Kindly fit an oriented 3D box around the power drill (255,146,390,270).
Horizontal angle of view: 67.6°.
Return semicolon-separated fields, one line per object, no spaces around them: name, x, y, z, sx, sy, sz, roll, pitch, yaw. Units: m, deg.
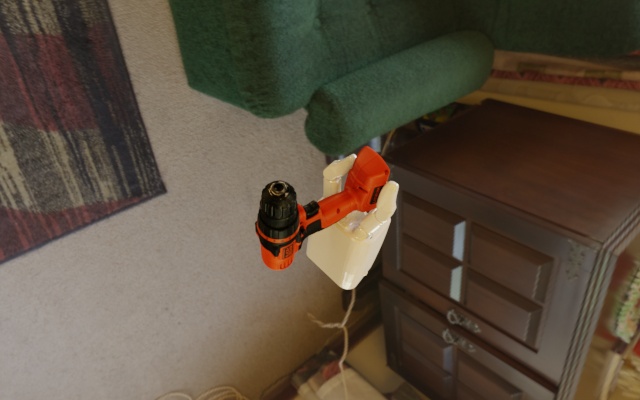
power drill;0.000;0.002;0.624;0.187;0.057;0.184;-29;-23;-22
